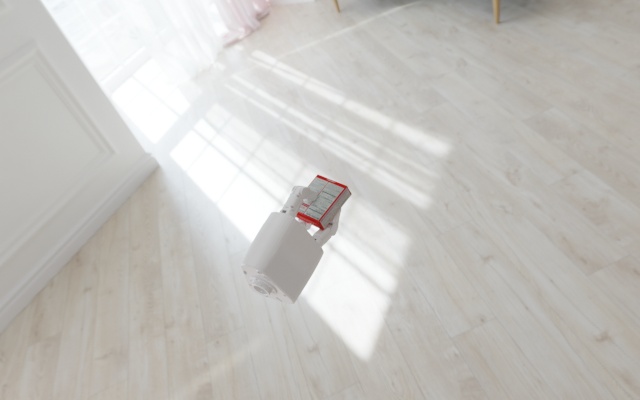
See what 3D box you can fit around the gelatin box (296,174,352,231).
[{"bbox_3d":[0.000,0.002,0.851,0.073,0.089,0.030,23,-23,38],"label":"gelatin box"}]
